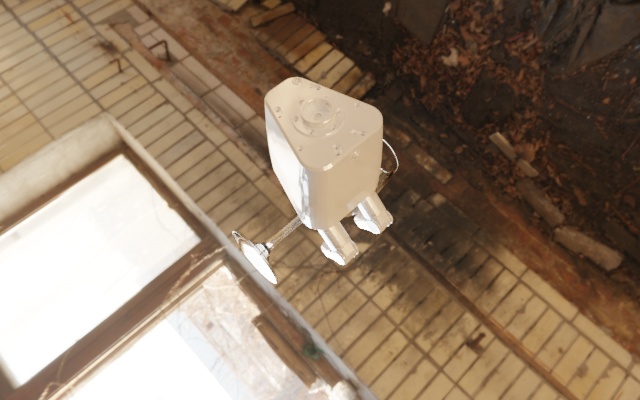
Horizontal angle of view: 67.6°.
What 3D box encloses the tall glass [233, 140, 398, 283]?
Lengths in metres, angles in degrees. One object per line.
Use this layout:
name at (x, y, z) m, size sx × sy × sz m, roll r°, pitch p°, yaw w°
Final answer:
tall glass at (0.000, 0.002, 0.552) m, size 0.201 × 0.079 × 0.079 m, roll -40°, pitch 15°, yaw -20°
